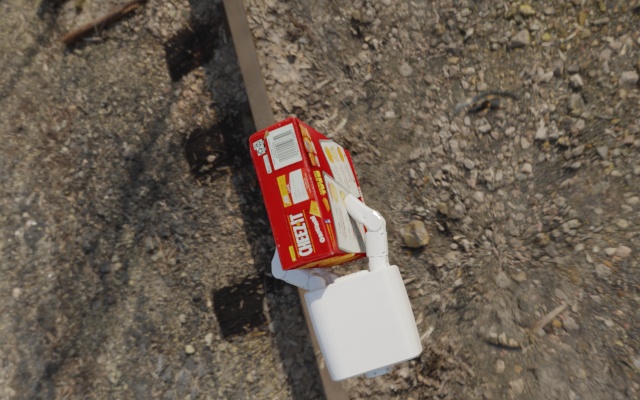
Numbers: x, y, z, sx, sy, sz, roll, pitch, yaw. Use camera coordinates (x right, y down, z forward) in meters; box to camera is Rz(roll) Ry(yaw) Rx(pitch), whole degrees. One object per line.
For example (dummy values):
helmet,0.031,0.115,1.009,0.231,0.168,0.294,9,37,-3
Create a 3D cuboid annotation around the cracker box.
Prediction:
cracker box,0.000,0.002,0.622,0.072,0.164,0.214,-20,-12,17
